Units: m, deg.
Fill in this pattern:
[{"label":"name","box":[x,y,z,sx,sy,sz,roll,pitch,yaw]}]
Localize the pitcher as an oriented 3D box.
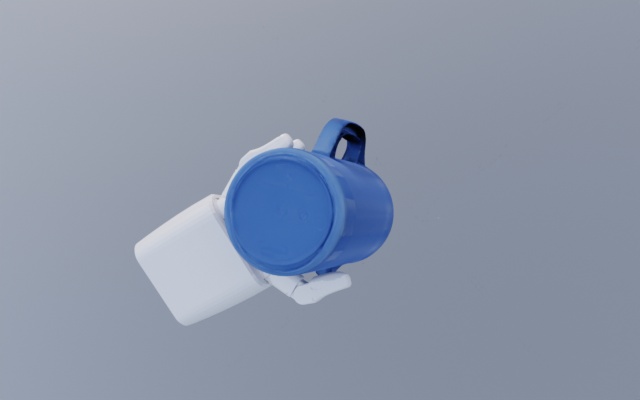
[{"label":"pitcher","box":[0.000,0.002,0.503,0.145,0.149,0.243,-30,-9,12]}]
